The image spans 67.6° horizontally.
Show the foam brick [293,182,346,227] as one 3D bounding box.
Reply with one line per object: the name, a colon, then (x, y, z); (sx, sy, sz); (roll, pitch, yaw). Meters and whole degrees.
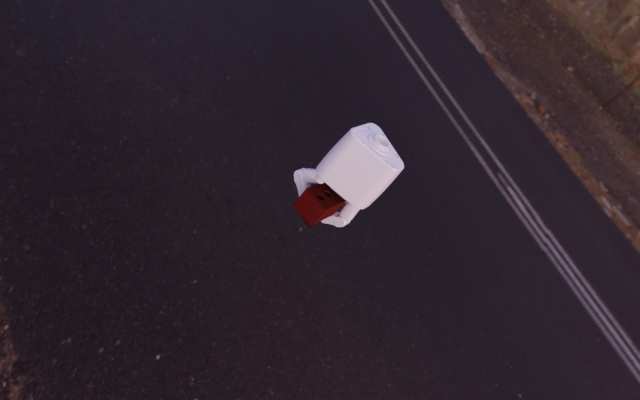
foam brick: (0.000, 0.003, 0.852); (0.078, 0.053, 0.051); (-26, -17, -51)
